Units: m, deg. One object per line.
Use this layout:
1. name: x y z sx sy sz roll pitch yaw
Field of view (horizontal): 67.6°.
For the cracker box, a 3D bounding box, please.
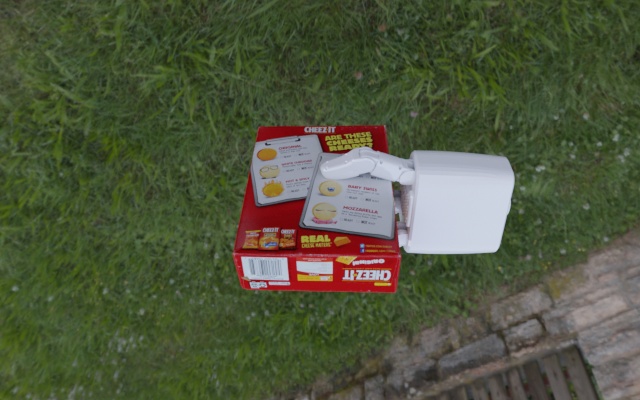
1. cracker box: 0.000 0.002 0.550 0.164 0.072 0.213 0 44 2
